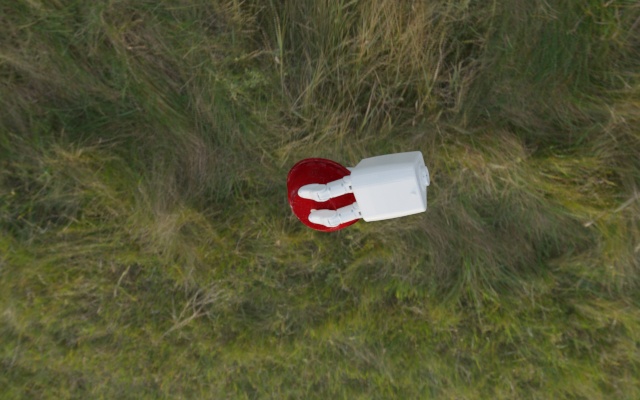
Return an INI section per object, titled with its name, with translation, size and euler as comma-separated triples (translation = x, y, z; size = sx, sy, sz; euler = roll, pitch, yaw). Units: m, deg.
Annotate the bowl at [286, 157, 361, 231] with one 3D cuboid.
[bowl]
translation = -0.001, 0.003, 0.877
size = 0.162, 0.162, 0.055
euler = 0, 37, 29
